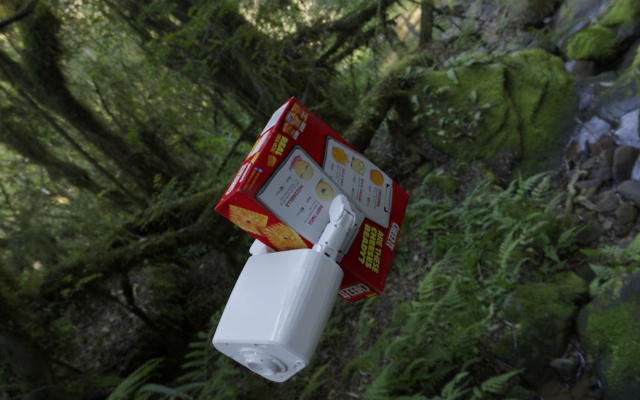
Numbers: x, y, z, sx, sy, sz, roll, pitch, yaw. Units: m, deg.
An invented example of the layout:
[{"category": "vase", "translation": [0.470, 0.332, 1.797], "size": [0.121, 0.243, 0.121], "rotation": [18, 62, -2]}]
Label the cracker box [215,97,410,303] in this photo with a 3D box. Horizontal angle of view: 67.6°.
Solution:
[{"category": "cracker box", "translation": [0.000, 0.002, 0.600], "size": [0.214, 0.164, 0.072], "rotation": [38, -38, -19]}]
